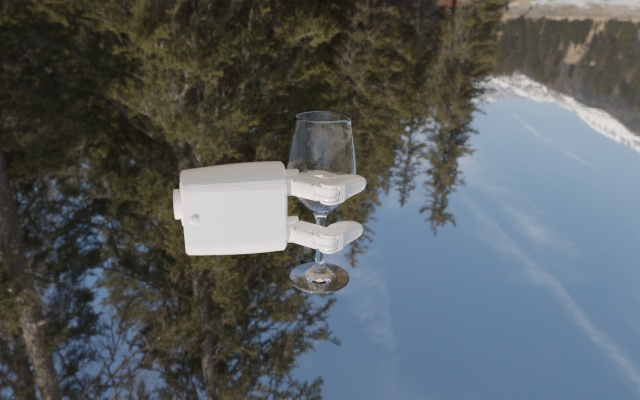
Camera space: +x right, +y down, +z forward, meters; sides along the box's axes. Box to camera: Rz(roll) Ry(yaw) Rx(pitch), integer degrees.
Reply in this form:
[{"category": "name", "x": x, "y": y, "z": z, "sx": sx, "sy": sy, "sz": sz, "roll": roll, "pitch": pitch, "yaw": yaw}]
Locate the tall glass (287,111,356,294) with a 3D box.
[{"category": "tall glass", "x": 0.000, "y": 0.002, "z": 0.551, "sx": 0.079, "sy": 0.201, "sz": 0.079, "roll": 1, "pitch": 21, "yaw": 0}]
